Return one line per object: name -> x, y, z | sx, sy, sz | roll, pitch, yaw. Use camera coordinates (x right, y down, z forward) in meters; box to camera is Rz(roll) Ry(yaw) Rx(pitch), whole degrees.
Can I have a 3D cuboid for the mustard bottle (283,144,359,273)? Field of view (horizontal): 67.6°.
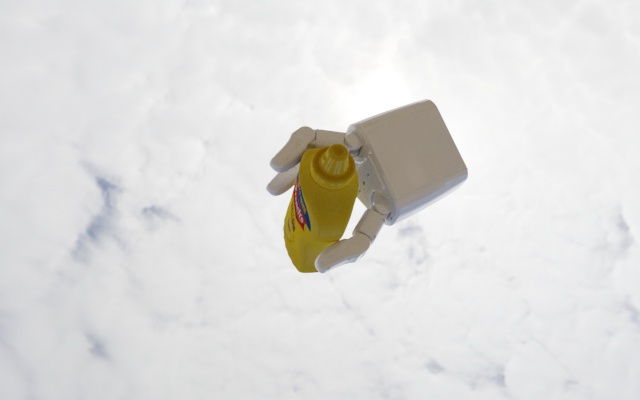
mustard bottle -> 0.000, 0.002, 0.497 | 0.058, 0.096, 0.192 | 0, -27, -12
